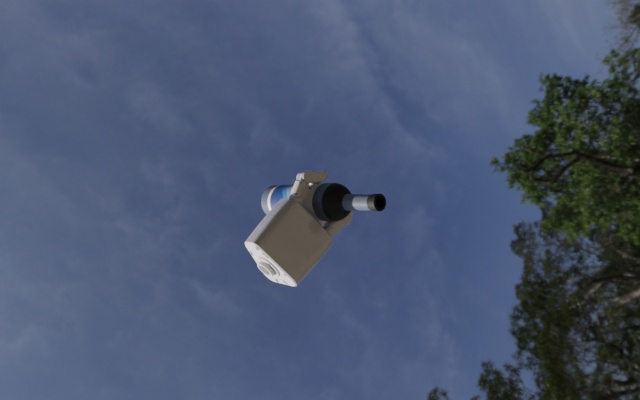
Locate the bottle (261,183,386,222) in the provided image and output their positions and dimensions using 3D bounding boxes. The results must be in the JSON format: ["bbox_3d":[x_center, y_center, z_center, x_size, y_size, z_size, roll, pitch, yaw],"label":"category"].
[{"bbox_3d":[0.000,0.003,0.847,0.069,0.069,0.295,0,0,-39],"label":"bottle"}]
